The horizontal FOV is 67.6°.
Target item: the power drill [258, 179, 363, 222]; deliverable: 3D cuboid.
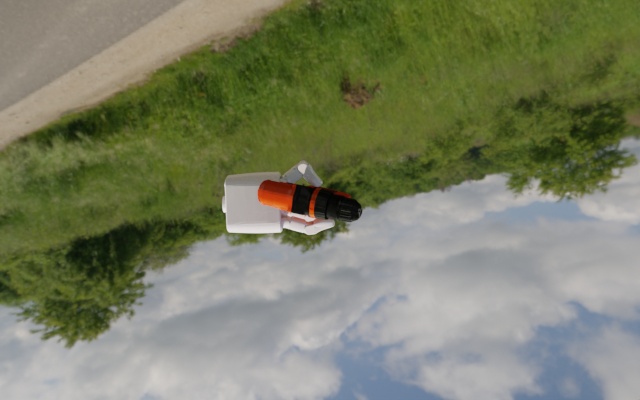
[{"bbox_3d":[0.000,0.003,0.870,0.184,0.057,0.187,14,1,16],"label":"power drill"}]
